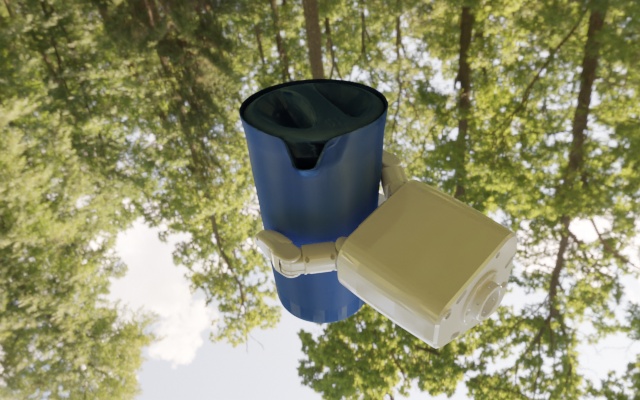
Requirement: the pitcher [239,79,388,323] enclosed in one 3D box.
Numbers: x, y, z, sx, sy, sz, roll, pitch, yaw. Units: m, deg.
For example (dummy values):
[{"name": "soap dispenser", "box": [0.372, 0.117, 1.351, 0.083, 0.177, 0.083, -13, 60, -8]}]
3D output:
[{"name": "pitcher", "box": [0.000, 0.002, 0.501, 0.149, 0.243, 0.145, -28, 42, -32]}]
